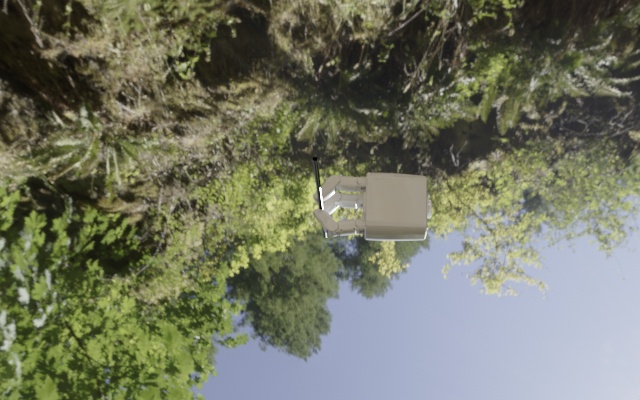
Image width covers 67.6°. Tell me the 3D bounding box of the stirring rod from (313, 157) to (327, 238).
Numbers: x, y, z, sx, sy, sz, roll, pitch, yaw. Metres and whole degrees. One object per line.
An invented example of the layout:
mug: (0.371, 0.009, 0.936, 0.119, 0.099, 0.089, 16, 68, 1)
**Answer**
stirring rod: (0.000, 0.003, 0.832, 0.011, 0.011, 0.240, 0, -34, 5)
